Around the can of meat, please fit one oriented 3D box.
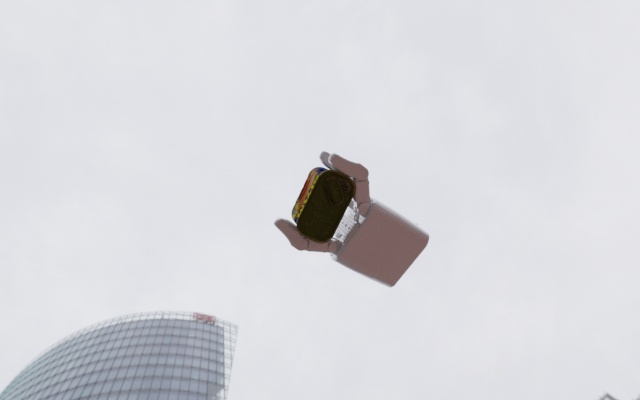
[{"bbox_3d":[0.000,0.002,0.699,0.057,0.102,0.084,25,4,-14],"label":"can of meat"}]
